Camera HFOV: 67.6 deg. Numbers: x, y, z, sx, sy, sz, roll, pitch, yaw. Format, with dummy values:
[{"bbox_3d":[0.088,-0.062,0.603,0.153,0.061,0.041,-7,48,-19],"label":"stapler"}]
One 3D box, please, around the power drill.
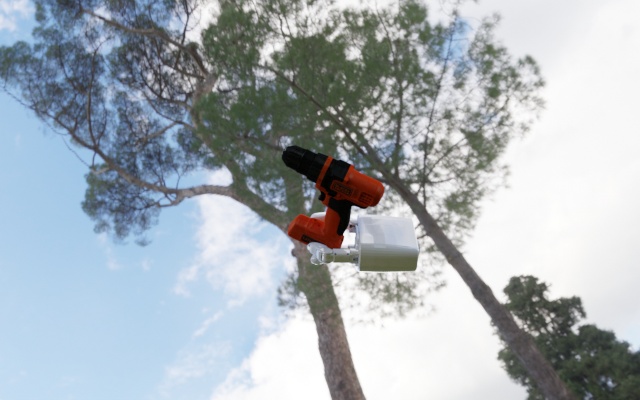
[{"bbox_3d":[0.000,0.003,0.849,0.184,0.188,0.057,26,44,3],"label":"power drill"}]
